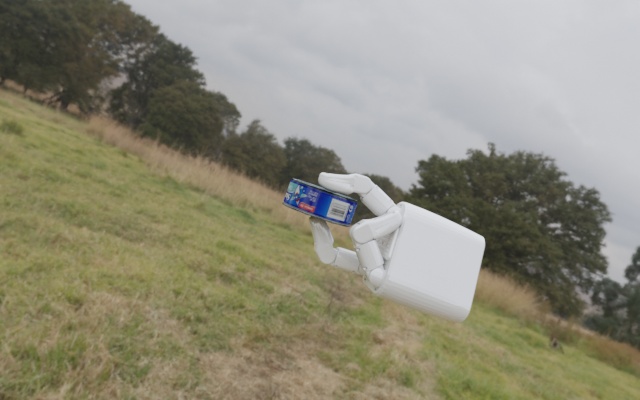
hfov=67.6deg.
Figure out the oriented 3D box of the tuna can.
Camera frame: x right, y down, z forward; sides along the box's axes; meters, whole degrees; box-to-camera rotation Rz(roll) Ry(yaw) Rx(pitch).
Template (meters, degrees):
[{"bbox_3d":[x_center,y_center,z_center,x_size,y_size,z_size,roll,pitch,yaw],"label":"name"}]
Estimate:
[{"bbox_3d":[0.000,0.001,0.570,0.086,0.034,0.086,19,3,-1],"label":"tuna can"}]
